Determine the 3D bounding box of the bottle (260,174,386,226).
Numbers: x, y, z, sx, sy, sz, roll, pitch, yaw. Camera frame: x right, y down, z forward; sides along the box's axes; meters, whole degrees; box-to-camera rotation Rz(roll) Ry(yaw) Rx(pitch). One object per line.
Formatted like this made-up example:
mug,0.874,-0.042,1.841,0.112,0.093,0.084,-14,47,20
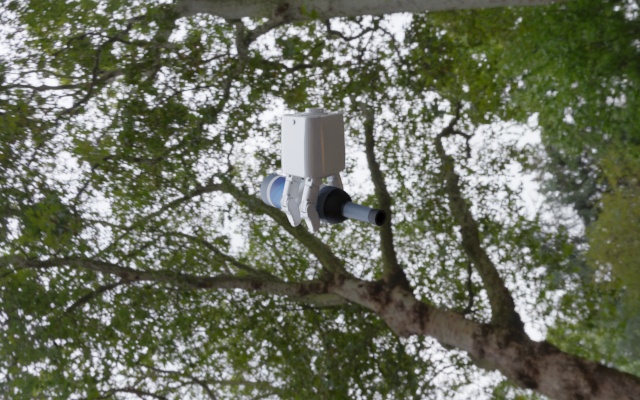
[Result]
bottle,0.000,0.003,0.879,0.069,0.069,0.295,0,10,-43
